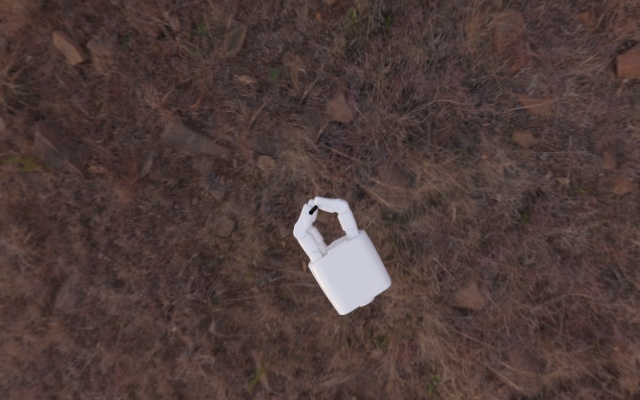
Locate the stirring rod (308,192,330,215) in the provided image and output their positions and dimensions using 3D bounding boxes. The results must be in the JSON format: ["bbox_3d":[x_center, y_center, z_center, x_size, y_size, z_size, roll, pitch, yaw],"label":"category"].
[{"bbox_3d":[0.000,0.003,0.891,0.011,0.011,0.239,0,8,8],"label":"stirring rod"}]
